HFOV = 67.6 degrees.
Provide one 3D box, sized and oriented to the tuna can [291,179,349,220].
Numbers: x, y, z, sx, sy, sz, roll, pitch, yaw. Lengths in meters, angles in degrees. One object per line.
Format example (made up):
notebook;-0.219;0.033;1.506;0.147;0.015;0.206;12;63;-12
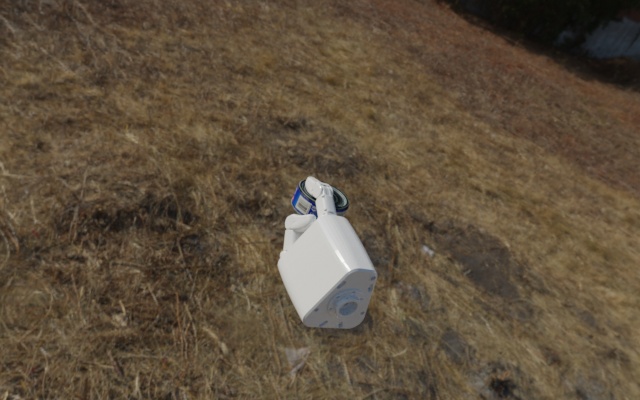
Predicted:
tuna can;0.000;0.002;0.733;0.086;0.034;0.086;20;25;-10
